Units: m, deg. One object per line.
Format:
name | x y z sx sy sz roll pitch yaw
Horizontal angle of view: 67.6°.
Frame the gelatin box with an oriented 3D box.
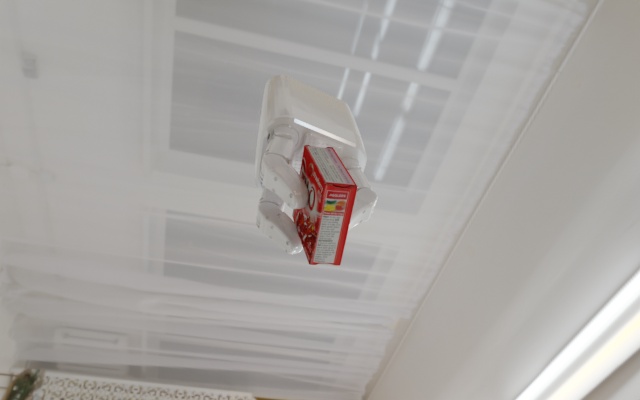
gelatin box | 0.001 0.002 0.408 0.030 0.073 0.089 4 26 -16
